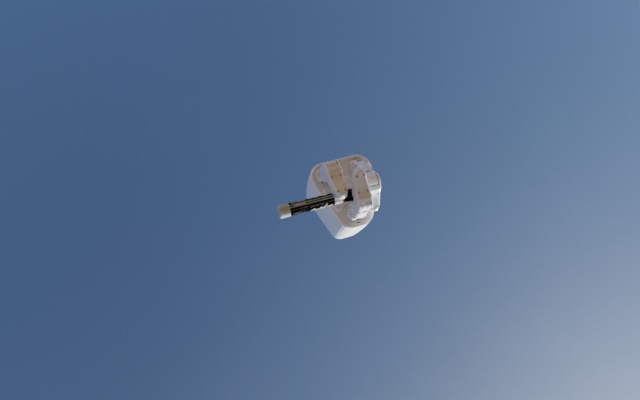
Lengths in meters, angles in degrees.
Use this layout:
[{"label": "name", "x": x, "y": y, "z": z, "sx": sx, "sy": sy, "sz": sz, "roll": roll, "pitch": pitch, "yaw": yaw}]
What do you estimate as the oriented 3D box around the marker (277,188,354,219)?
[{"label": "marker", "x": 0.000, "y": 0.002, "z": 0.667, "sx": 0.121, "sy": 0.020, "sz": 0.020, "roll": -14, "pitch": 3, "yaw": -11}]
